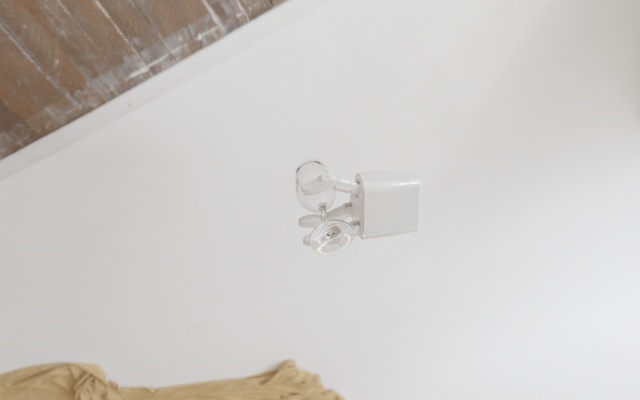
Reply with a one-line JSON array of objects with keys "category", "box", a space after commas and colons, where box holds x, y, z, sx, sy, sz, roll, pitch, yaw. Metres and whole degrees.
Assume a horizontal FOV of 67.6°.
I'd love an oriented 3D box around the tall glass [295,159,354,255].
[{"category": "tall glass", "box": [0.000, 0.003, 0.848, 0.079, 0.079, 0.201, 0, 36, -14]}]
